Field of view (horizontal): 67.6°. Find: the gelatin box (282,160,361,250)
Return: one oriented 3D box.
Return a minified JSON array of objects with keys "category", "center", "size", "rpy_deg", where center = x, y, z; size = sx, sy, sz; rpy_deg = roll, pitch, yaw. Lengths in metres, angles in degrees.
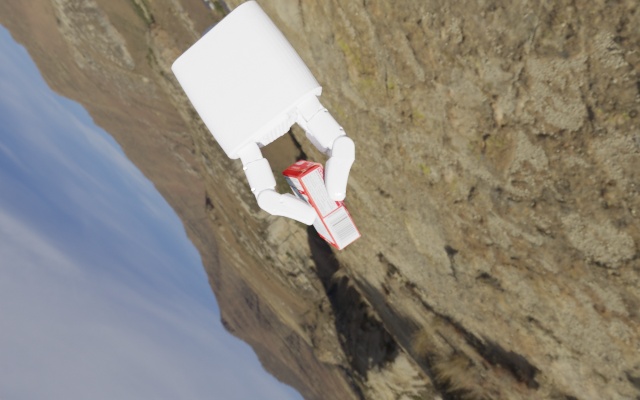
[{"category":"gelatin box","center":[0.000,0.002,0.499],"size":[0.030,0.089,0.073],"rpy_deg":[-32,14,-10]}]
